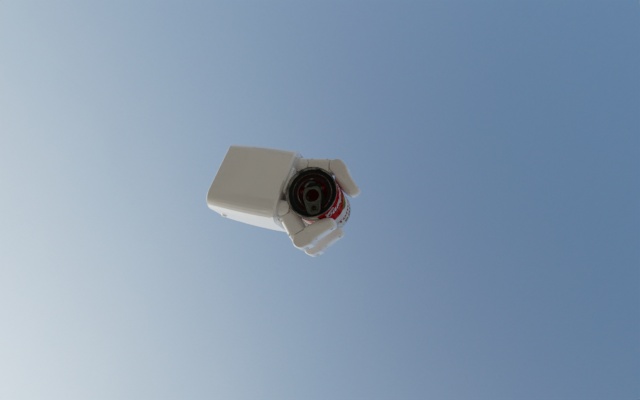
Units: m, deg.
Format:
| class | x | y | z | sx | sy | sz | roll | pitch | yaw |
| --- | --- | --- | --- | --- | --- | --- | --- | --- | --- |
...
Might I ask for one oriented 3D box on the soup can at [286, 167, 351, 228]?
| class | x | y | z | sx | sy | sz | roll | pitch | yaw |
| --- | --- | --- | --- | --- | --- | --- | --- | --- | --- |
| soup can | 0.001 | 0.002 | 0.656 | 0.068 | 0.068 | 0.102 | 0 | -15 | 15 |
